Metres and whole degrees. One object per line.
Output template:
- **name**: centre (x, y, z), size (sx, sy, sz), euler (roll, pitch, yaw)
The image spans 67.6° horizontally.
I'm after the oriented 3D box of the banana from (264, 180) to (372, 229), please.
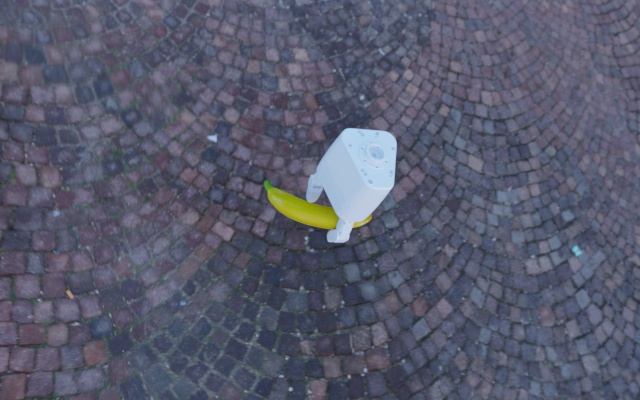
- **banana**: centre (-0.007, 0.015, 0.813), size (0.198, 0.069, 0.037), euler (19, -42, -5)
